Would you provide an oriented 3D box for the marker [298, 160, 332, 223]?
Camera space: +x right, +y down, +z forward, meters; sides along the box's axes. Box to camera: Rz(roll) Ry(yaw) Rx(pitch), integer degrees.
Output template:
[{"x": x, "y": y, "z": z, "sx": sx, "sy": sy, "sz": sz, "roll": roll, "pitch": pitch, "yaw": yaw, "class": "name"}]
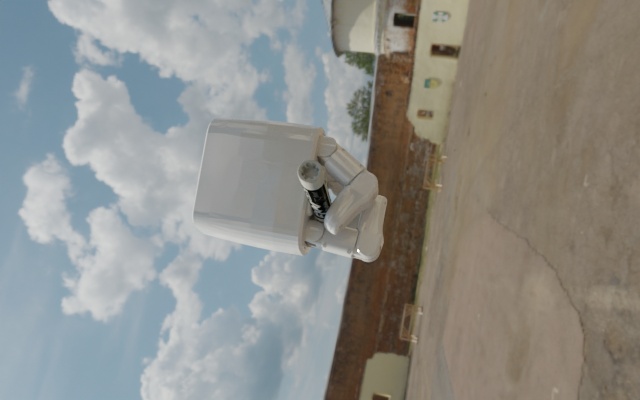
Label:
[{"x": 0.000, "y": 0.001, "z": 0.403, "sx": 0.020, "sy": 0.020, "sz": 0.121, "roll": 0, "pitch": -22, "yaw": 8, "class": "marker"}]
